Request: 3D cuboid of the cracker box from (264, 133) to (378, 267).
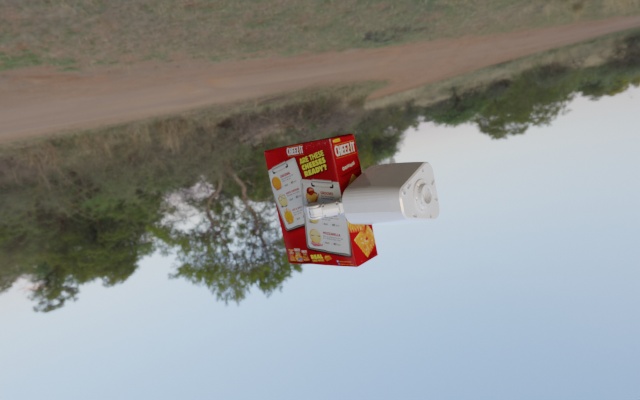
[{"bbox_3d":[0.000,0.003,0.831,0.164,0.214,0.072,-4,11,43],"label":"cracker box"}]
